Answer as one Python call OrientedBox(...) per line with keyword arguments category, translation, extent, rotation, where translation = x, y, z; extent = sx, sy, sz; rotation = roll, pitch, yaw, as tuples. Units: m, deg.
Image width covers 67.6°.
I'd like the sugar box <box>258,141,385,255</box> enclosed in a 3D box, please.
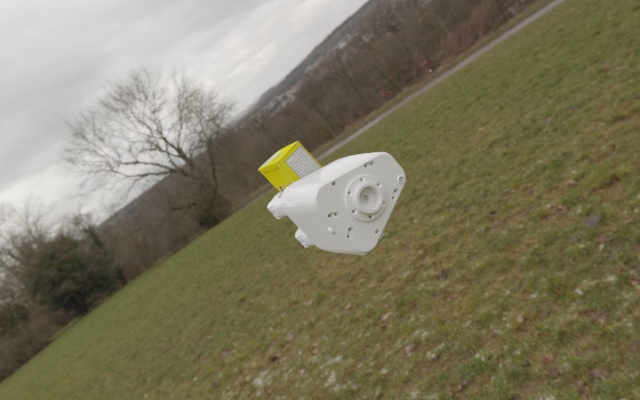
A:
OrientedBox(category="sugar box", translation=(0.000, 0.002, 0.657), extent=(0.048, 0.176, 0.093), rotation=(-46, 14, -19))
